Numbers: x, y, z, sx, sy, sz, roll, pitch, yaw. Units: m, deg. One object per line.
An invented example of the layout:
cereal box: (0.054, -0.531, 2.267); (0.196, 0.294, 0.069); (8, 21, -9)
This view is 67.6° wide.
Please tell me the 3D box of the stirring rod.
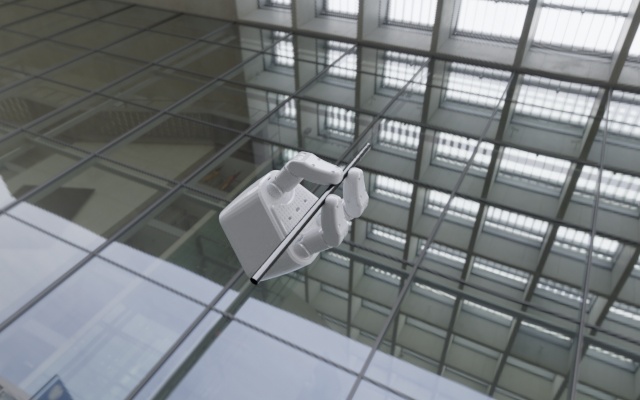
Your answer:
stirring rod: (0.000, 0.002, 0.485); (0.011, 0.011, 0.239); (0, 34, 34)
